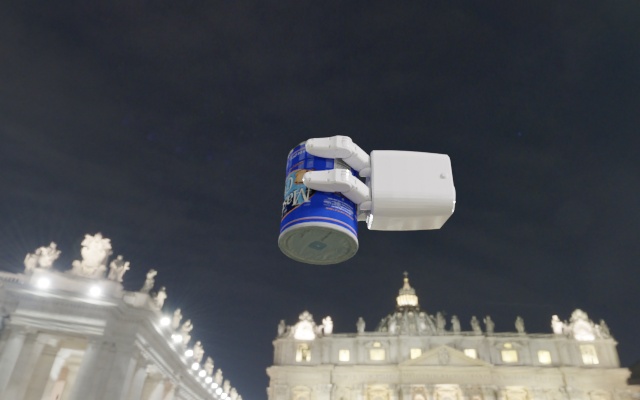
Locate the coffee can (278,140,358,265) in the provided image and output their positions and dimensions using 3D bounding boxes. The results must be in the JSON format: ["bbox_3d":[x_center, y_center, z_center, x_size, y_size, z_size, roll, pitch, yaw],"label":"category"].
[{"bbox_3d":[0.000,0.002,0.651,0.103,0.140,0.103,2,-34,1],"label":"coffee can"}]
